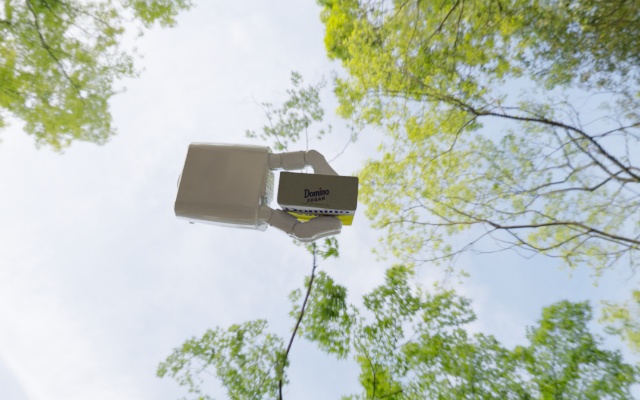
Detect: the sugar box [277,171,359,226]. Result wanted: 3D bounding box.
[{"bbox_3d":[0.000,0.003,0.619,0.093,0.048,0.176,4,-6,4],"label":"sugar box"}]
